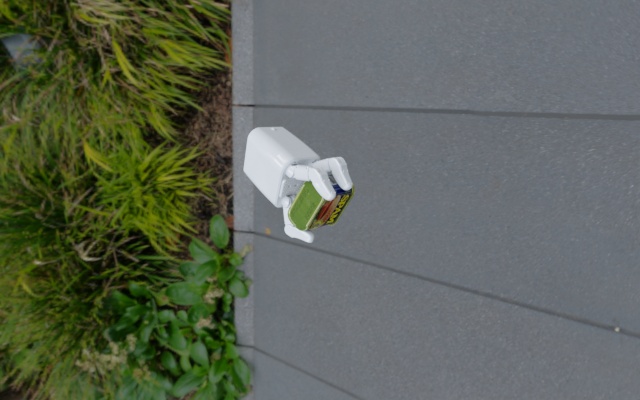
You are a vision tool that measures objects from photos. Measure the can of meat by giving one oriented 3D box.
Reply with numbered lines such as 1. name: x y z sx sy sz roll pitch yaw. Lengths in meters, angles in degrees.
1. can of meat: 0.000 0.003 0.835 0.084 0.102 0.057 -12 51 -49
